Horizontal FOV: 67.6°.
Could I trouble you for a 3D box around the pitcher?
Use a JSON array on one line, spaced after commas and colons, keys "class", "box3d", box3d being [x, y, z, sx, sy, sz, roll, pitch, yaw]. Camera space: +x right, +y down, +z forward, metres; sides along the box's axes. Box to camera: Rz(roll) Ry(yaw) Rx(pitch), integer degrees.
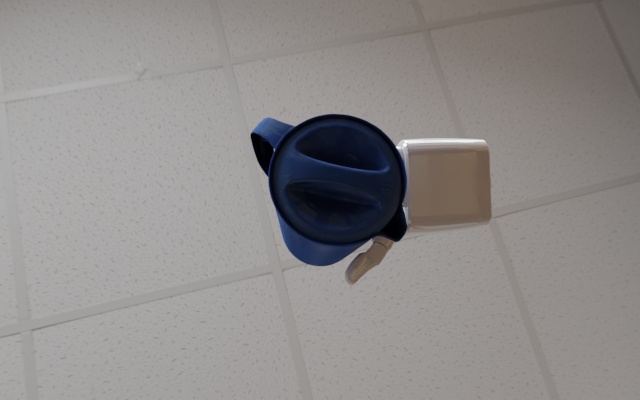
[{"class": "pitcher", "box3d": [0.000, 0.002, 0.564, 0.145, 0.149, 0.243, -6, -15, -7]}]
